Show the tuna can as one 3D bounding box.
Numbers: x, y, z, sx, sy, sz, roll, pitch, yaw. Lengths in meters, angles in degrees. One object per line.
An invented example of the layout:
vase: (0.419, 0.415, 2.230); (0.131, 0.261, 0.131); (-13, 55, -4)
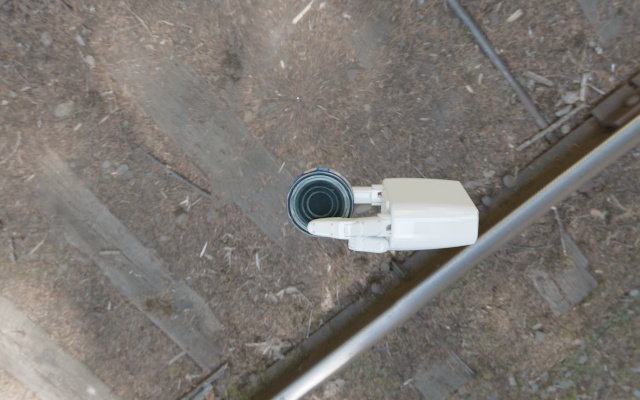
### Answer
tuna can: (0.000, 0.002, 0.600); (0.086, 0.086, 0.033); (0, 12, 3)
